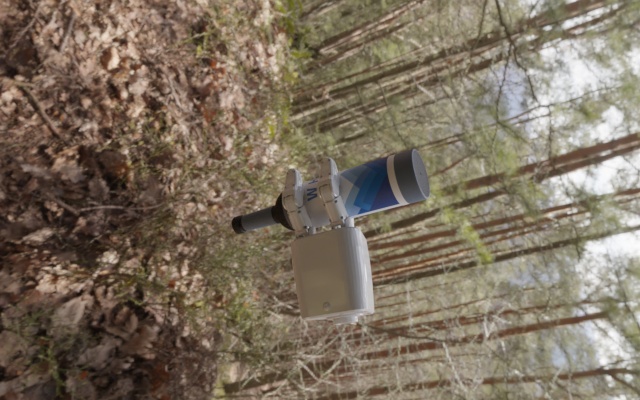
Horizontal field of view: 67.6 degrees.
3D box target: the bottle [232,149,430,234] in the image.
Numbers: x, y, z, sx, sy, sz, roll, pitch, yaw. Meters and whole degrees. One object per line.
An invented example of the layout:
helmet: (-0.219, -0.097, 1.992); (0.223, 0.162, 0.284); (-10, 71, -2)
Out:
bottle: (0.000, 0.002, 0.669); (0.296, 0.069, 0.069); (-16, -7, 25)
